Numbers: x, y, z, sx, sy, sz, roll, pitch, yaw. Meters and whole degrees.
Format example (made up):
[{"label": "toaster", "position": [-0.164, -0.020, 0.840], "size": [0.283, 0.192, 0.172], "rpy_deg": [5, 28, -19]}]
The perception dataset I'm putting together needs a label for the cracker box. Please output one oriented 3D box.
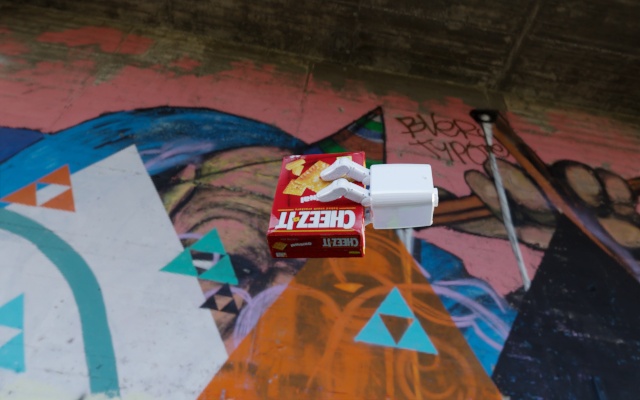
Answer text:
[{"label": "cracker box", "position": [0.000, 0.003, 0.876], "size": [0.164, 0.072, 0.213], "rpy_deg": [-2, 44, 9]}]
